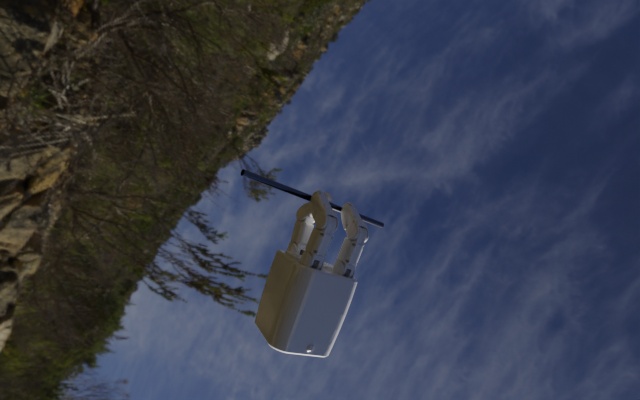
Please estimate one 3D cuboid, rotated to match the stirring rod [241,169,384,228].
[{"bbox_3d":[0.000,0.002,0.617,0.239,0.011,0.011,21,-13,-38],"label":"stirring rod"}]
